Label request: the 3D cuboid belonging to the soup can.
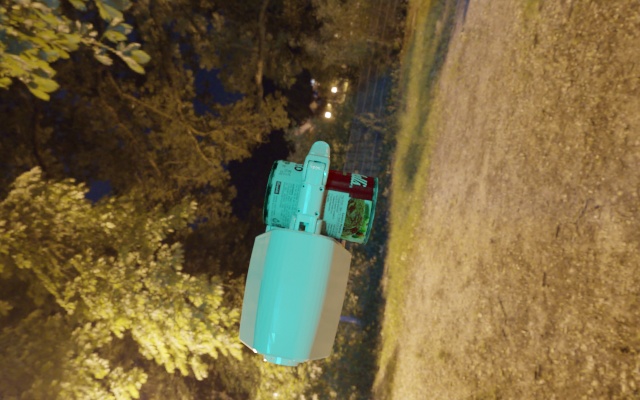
[{"bbox_3d":[0.000,0.001,0.471,0.102,0.068,0.068,10,0,0],"label":"soup can"}]
